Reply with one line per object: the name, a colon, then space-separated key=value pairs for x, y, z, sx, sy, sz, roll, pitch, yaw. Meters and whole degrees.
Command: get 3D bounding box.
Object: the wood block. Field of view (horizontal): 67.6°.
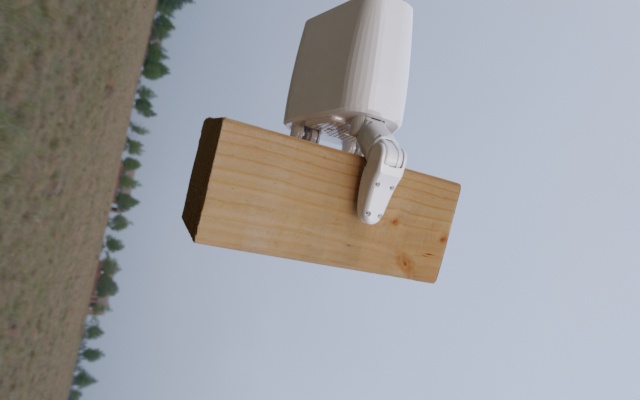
wood block: x=0.000 y=0.001 z=0.402 sx=0.206 sy=0.090 sz=0.091 roll=13 pitch=4 yaw=-23
